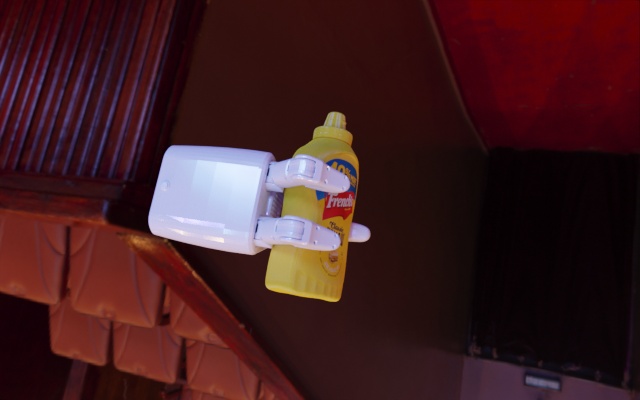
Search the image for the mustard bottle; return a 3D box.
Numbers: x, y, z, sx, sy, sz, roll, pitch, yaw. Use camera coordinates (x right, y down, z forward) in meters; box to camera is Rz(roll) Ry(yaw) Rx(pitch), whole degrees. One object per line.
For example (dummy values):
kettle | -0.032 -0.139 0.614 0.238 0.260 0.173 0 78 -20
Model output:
mustard bottle | 0.000 0.002 0.486 0.058 0.191 0.096 2 -15 34
